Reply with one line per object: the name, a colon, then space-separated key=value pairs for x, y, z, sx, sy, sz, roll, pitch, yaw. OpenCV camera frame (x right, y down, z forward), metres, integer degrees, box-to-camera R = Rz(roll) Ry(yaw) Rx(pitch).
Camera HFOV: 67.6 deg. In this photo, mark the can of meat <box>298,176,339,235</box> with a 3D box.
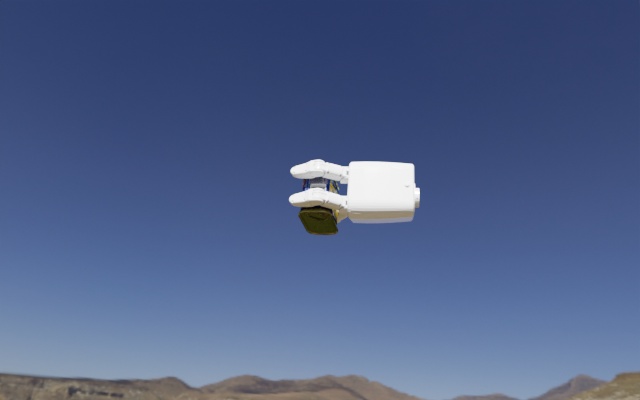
can of meat: x=0.000 y=0.002 z=0.829 sx=0.057 sy=0.084 sz=0.102 roll=-1 pitch=-26 yaw=12
